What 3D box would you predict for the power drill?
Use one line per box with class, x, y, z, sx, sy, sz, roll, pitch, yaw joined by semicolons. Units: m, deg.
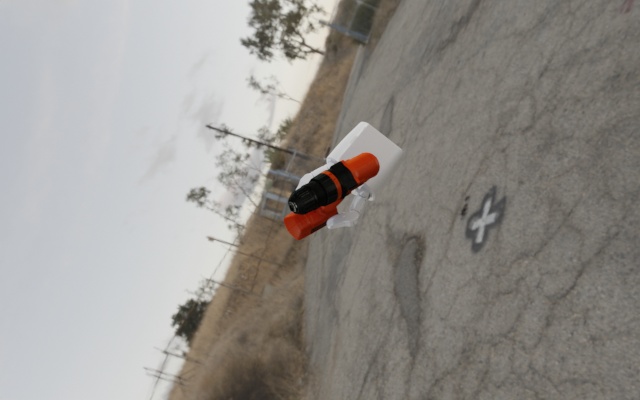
power drill;0.000;0.003;0.823;0.184;0.057;0.188;-28;-11;-32
